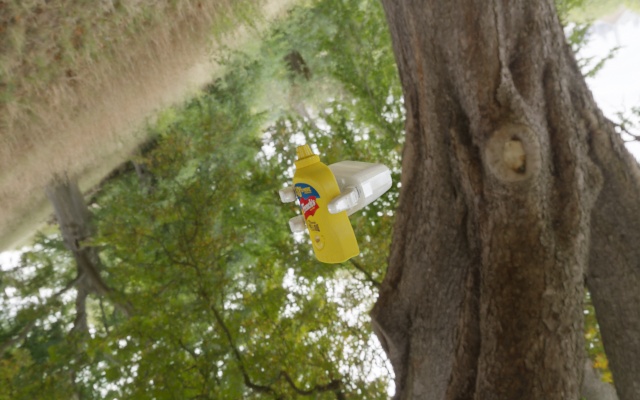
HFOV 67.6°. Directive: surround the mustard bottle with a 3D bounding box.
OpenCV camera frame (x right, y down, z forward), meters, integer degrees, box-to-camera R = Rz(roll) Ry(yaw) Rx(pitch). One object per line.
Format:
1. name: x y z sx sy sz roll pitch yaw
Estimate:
1. mustard bottle: 0.000 0.003 0.769 0.058 0.191 0.096 -21 9 -25
